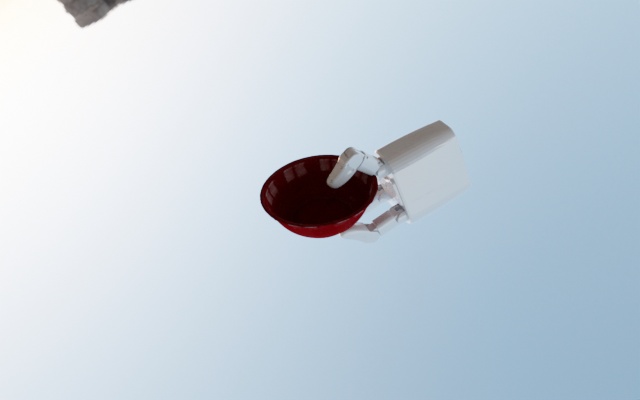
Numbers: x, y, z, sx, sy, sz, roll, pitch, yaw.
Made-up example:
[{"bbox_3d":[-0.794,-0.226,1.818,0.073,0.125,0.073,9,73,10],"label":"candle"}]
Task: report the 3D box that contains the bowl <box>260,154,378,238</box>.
[{"bbox_3d":[-0.001,0.003,0.663,0.162,0.055,0.162,-5,38,4],"label":"bowl"}]
